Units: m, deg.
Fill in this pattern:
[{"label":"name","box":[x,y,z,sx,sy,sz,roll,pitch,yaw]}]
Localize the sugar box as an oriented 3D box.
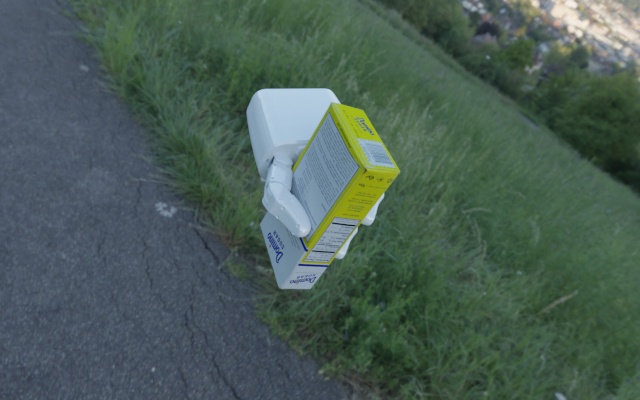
[{"label":"sugar box","box":[0.001,0.001,0.479,0.048,0.093,0.176,6,-46,-31]}]
